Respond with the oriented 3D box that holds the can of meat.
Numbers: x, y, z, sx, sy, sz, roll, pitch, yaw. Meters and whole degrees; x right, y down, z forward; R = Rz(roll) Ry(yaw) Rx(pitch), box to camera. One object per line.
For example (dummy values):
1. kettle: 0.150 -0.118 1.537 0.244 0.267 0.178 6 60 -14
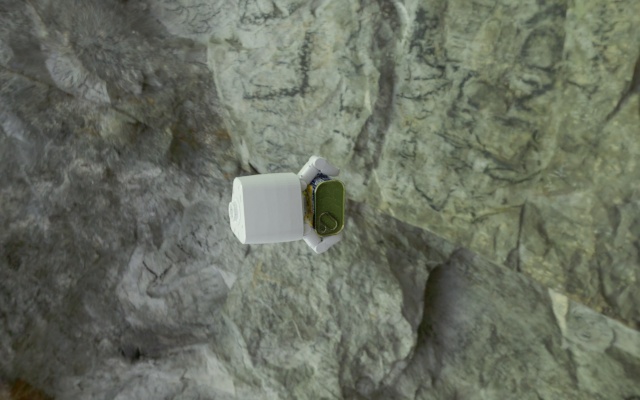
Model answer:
1. can of meat: 0.000 0.003 0.862 0.057 0.102 0.084 -9 20 -23
